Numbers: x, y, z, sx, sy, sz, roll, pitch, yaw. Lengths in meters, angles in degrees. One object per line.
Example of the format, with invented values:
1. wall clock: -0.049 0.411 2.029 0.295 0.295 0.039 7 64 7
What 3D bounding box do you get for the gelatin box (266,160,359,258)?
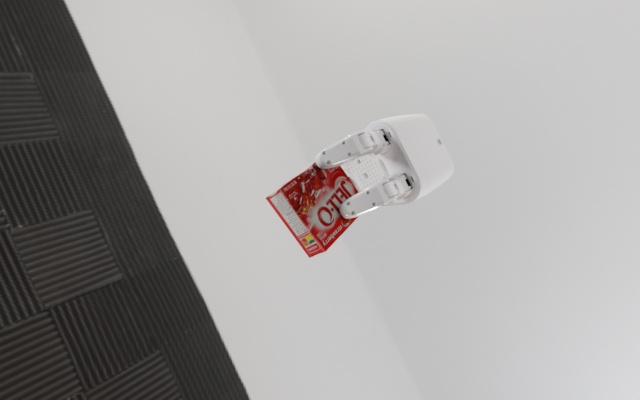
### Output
1. gelatin box: 0.000 0.002 0.475 0.030 0.073 0.089 -29 9 46
